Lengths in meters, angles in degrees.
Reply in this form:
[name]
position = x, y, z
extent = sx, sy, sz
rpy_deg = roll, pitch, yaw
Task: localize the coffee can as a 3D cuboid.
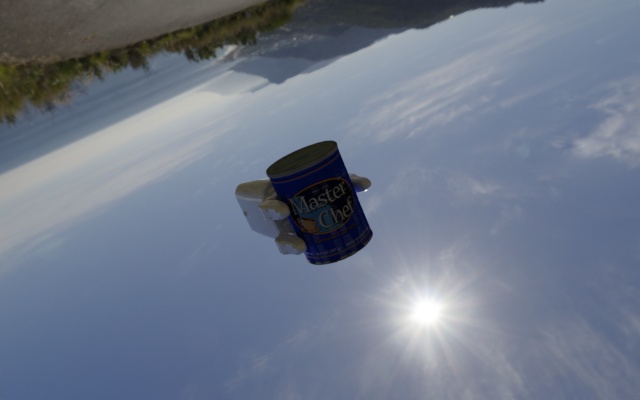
[coffee can]
position = 0.000, 0.002, 0.657
extent = 0.103, 0.140, 0.102
rpy_deg = -21, 18, 7
